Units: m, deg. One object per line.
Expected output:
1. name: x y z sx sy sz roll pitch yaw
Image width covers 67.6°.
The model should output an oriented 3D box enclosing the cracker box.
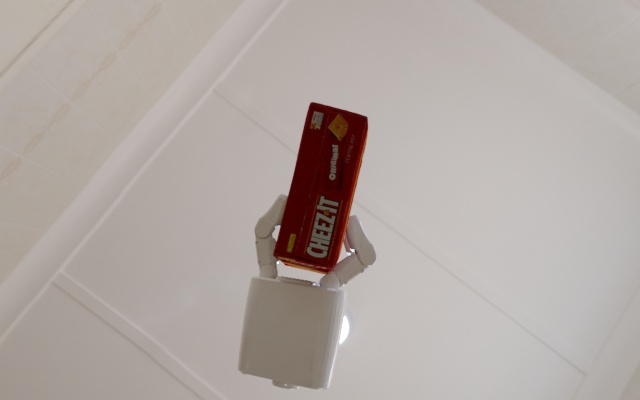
1. cracker box: 0.000 0.002 0.578 0.072 0.164 0.214 13 -10 0
